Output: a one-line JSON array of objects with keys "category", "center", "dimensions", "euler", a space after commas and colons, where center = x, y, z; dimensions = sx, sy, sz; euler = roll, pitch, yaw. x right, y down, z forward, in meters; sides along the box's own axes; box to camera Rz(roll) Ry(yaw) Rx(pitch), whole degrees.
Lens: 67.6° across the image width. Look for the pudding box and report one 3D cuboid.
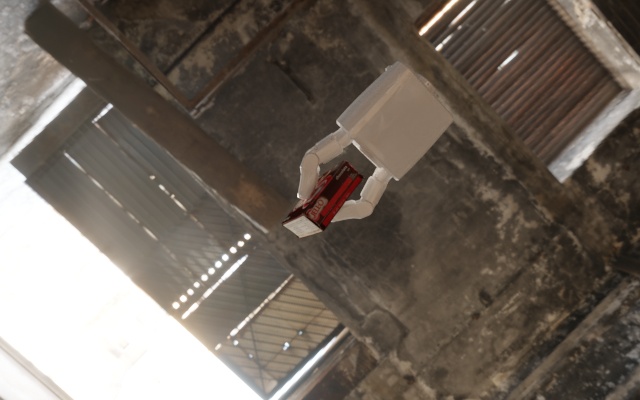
[{"category": "pudding box", "center": [0.000, 0.002, 0.622], "dimensions": [0.039, 0.090, 0.113], "euler": [41, -19, -6]}]
